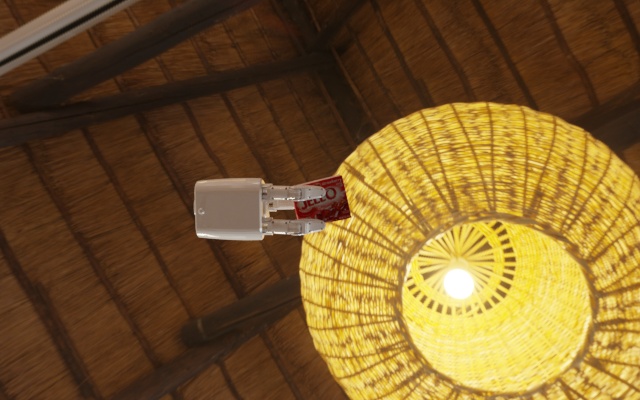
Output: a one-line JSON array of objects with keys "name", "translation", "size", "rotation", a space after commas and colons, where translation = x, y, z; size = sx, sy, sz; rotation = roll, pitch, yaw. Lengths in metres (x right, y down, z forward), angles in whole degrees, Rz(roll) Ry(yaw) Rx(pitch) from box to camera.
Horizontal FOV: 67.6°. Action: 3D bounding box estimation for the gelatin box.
[{"name": "gelatin box", "translation": [0.000, 0.002, 0.791], "size": [0.089, 0.073, 0.030], "rotation": [-14, 8, -3]}]
